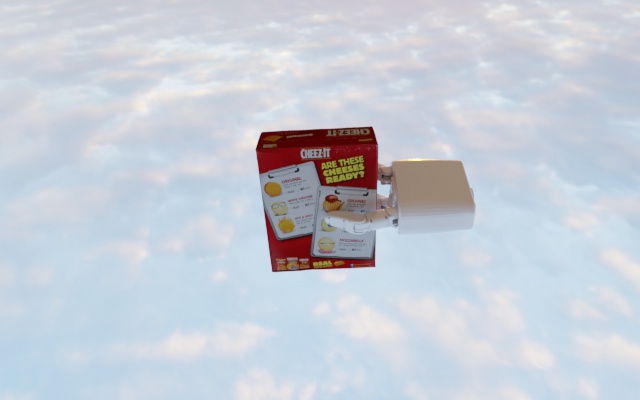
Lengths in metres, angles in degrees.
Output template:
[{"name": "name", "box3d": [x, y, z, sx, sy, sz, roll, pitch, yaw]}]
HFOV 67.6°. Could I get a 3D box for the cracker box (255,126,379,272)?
[{"name": "cracker box", "box3d": [0.000, 0.003, 0.707, 0.164, 0.214, 0.072, -3, 32, 1]}]
